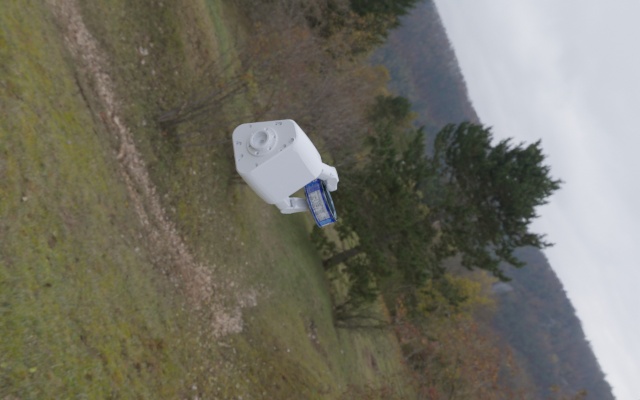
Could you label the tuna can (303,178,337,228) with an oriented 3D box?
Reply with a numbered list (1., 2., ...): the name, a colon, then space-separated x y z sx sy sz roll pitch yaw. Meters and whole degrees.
1. tuna can: 0.001 0.003 0.849 0.034 0.086 0.086 -19 -3 8
